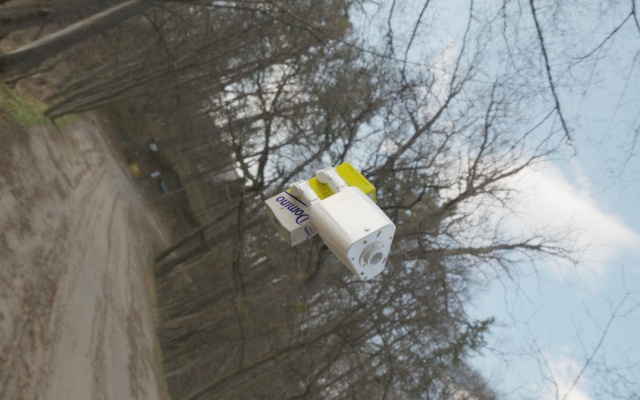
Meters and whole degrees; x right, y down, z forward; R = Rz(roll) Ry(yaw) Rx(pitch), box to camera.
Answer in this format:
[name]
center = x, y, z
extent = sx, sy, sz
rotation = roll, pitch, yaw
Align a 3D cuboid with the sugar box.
[sugar box]
center = 0.000, 0.002, 0.843
extent = 0.176, 0.048, 0.093
rotation = -25, 48, -20
